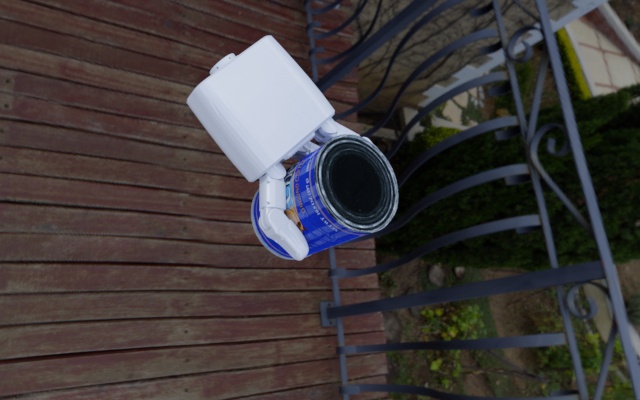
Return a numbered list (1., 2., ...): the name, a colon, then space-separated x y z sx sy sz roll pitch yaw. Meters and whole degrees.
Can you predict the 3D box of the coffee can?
1. coffee can: 0.000 0.002 0.522 0.103 0.102 0.140 0 -16 -35
